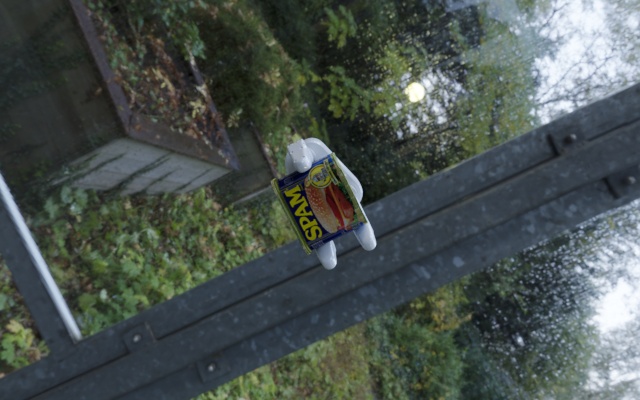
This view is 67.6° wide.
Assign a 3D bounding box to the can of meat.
[{"bbox_3d":[0.000,0.002,0.588,0.084,0.102,0.057,-26,6,4],"label":"can of meat"}]
